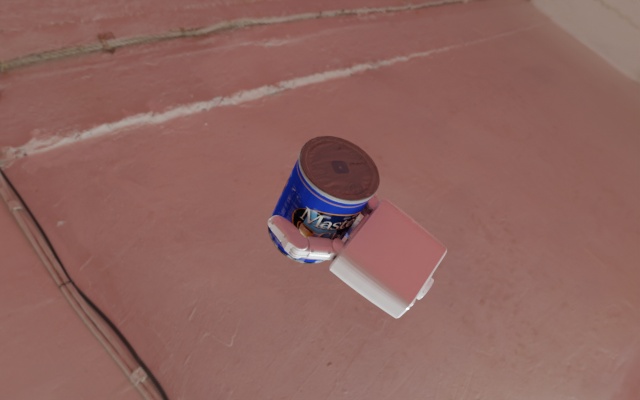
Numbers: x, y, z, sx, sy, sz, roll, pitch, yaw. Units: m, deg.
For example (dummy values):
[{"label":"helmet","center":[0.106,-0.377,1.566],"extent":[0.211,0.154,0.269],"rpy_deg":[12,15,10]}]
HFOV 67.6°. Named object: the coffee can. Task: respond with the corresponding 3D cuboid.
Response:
[{"label":"coffee can","center":[0.000,0.002,0.615],"extent":[0.103,0.102,0.140],"rpy_deg":[0,-37,-26]}]
